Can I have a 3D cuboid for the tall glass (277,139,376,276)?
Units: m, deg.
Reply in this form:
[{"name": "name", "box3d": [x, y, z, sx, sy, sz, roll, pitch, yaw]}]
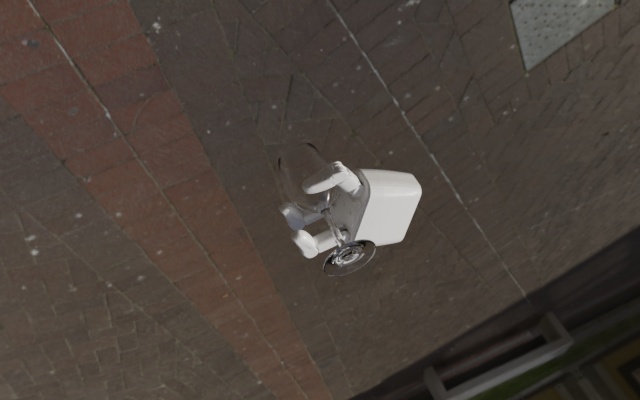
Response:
[{"name": "tall glass", "box3d": [0.000, 0.003, 0.664, 0.079, 0.201, 0.079, -18, -36, -14]}]
